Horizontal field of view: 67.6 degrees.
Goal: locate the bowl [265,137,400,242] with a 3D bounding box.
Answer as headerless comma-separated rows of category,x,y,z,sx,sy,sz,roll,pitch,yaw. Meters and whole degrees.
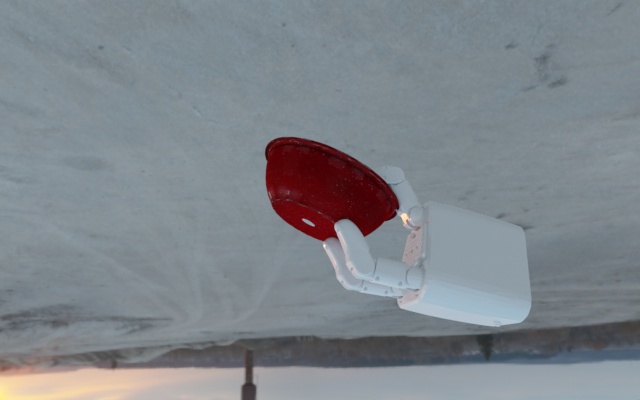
bowl,-0.001,0.002,0.516,0.162,0.055,0.162,24,-20,9
